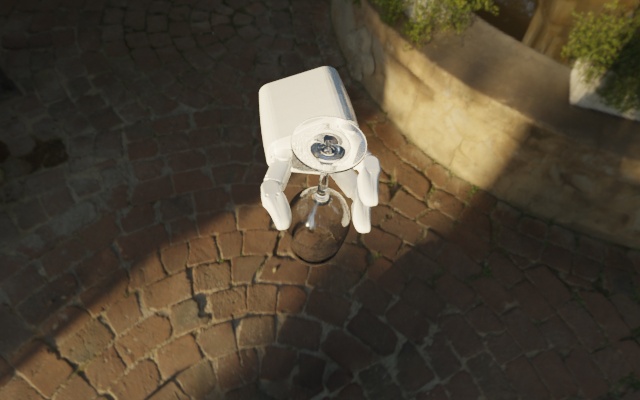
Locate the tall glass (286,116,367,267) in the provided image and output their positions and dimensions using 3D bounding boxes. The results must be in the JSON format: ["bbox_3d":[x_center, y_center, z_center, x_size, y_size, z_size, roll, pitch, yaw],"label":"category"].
[{"bbox_3d":[0.000,0.001,0.540,0.079,0.079,0.201,0,-36,-6],"label":"tall glass"}]
